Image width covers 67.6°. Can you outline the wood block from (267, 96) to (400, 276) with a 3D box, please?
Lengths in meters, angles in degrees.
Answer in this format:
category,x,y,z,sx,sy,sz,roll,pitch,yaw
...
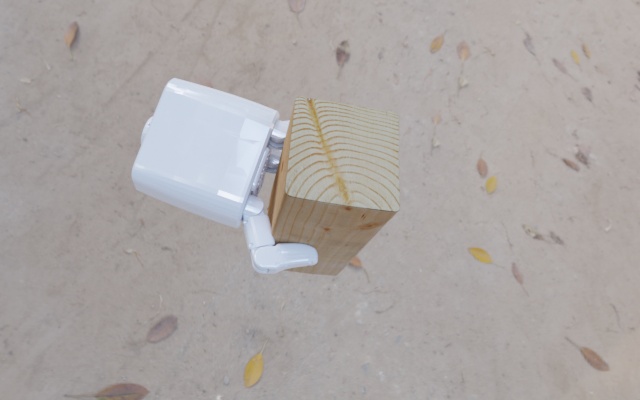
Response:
category,x,y,z,sx,sy,sz,roll,pitch,yaw
wood block,0.000,0.002,0.462,0.090,0.090,0.206,8,-23,-9
